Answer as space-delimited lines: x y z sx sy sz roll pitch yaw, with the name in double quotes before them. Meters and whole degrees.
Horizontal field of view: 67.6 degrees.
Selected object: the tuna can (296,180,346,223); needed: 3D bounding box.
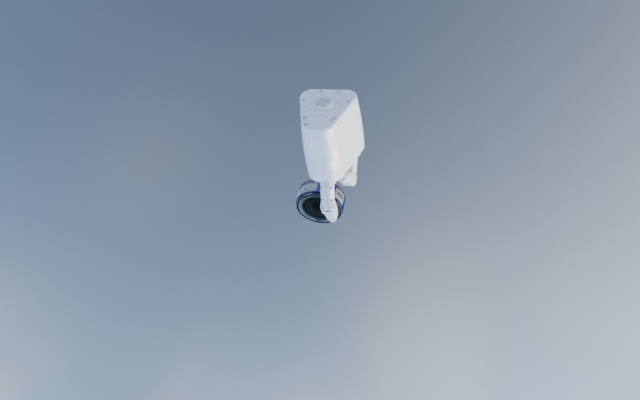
"tuna can" 0.000 0.003 0.847 0.086 0.033 0.086 8 -38 6
